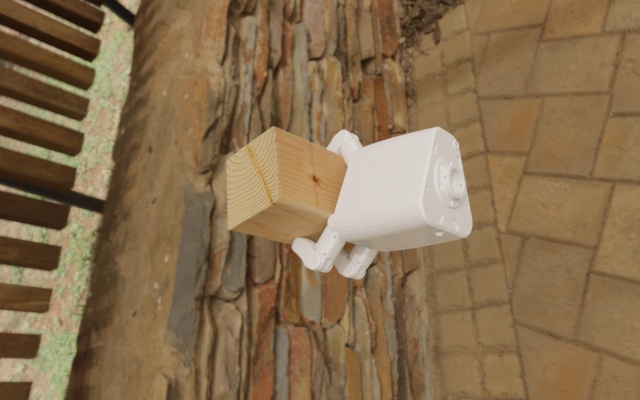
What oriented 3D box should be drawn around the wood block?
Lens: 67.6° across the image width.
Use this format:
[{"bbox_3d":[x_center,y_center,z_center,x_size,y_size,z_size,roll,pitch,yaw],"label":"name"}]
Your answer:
[{"bbox_3d":[0.000,0.001,0.568,0.206,0.090,0.090,19,-36,-41],"label":"wood block"}]
